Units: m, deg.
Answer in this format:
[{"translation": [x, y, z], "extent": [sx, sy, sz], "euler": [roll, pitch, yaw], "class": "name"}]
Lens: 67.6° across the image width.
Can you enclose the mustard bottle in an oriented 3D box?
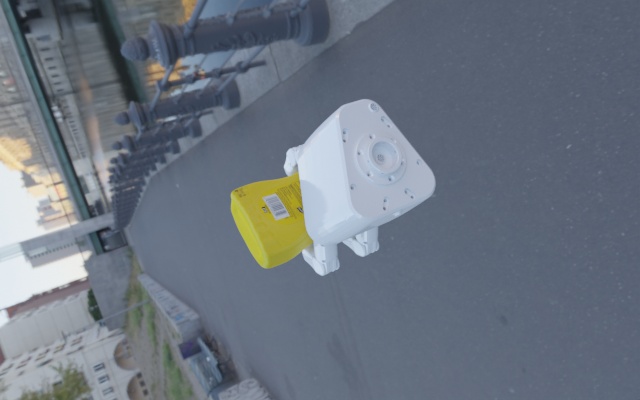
[{"translation": [0.000, 0.002, 0.557], "extent": [0.191, 0.096, 0.058], "euler": [-21, -31, -24], "class": "mustard bottle"}]
